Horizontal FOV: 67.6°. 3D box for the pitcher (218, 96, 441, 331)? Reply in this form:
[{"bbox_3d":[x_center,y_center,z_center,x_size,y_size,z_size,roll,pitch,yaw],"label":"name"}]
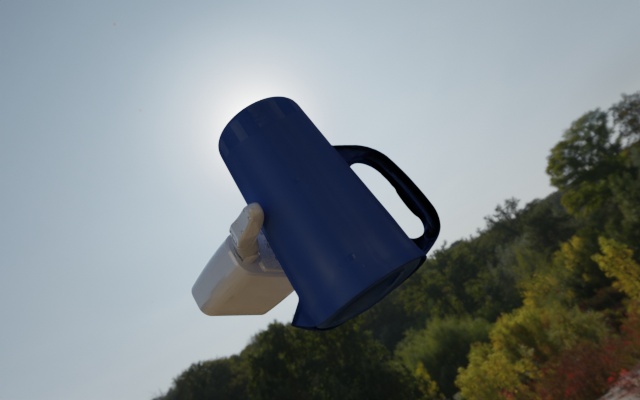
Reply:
[{"bbox_3d":[0.000,0.002,0.515,0.149,0.242,0.145,-10,-31,-49],"label":"pitcher"}]
